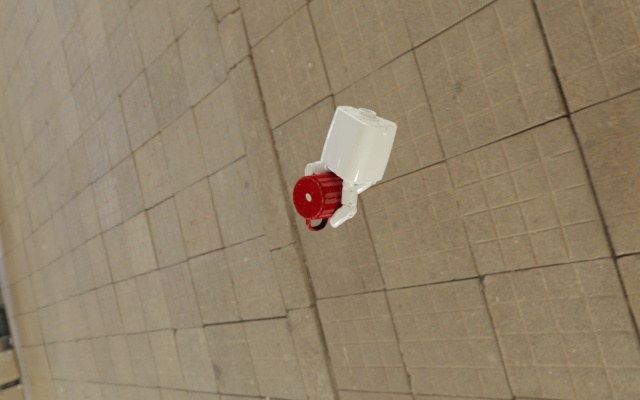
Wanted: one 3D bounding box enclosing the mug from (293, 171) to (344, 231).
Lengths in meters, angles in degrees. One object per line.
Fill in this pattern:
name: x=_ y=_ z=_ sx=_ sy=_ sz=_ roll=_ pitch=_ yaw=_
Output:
mug: x=0.000 y=0.004 z=0.890 sx=0.093 sy=0.117 sz=0.081 roll=31 pitch=25 yaw=37
